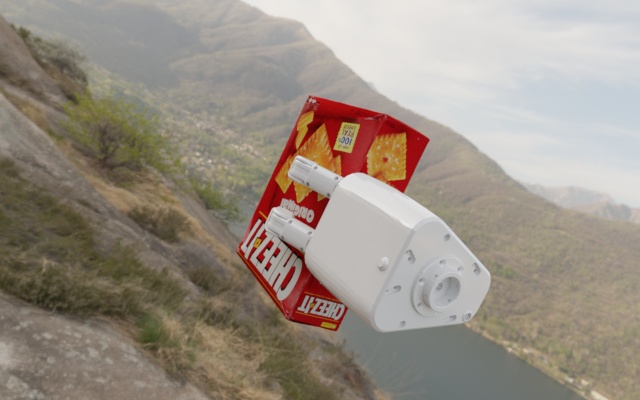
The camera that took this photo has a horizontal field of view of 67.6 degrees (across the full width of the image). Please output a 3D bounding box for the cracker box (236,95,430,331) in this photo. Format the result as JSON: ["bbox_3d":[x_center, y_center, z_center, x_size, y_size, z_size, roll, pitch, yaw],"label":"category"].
[{"bbox_3d":[0.000,0.002,0.515,0.072,0.214,0.164,22,7,-32],"label":"cracker box"}]
